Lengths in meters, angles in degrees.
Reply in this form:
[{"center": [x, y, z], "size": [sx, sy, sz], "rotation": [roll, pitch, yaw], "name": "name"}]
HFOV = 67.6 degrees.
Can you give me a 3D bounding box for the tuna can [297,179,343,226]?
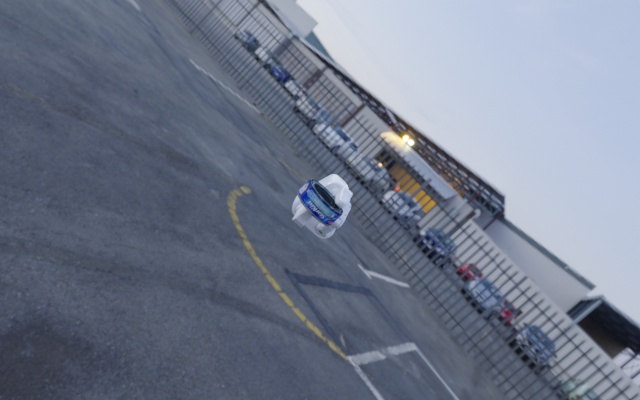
[{"center": [0.001, 0.002, 0.841], "size": [0.034, 0.086, 0.086], "rotation": [-43, -12, 13], "name": "tuna can"}]
